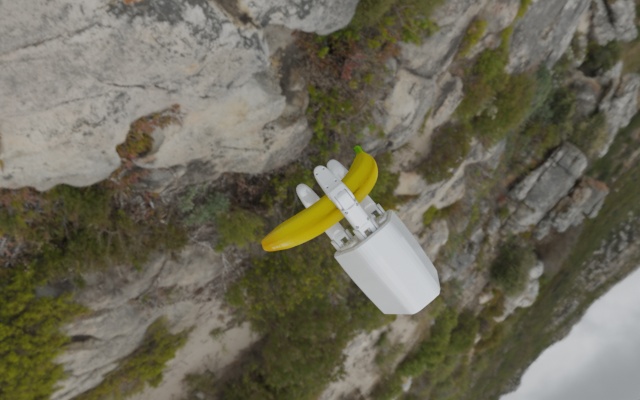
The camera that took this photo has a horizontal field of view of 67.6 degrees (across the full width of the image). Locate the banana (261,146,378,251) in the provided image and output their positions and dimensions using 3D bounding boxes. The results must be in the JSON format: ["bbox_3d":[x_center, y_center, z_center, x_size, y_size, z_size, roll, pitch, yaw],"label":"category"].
[{"bbox_3d":[0.013,0.001,0.594,0.197,0.037,0.069,-44,26,-25],"label":"banana"}]
